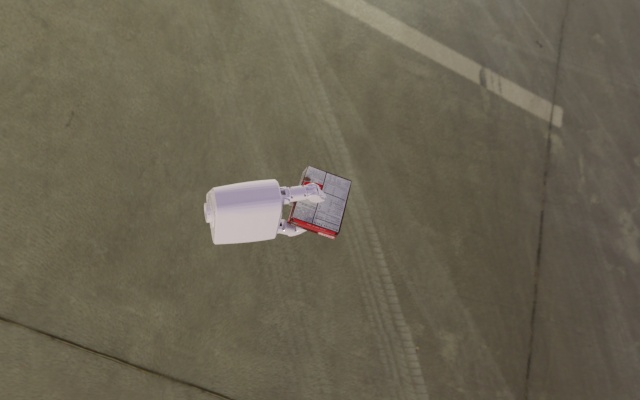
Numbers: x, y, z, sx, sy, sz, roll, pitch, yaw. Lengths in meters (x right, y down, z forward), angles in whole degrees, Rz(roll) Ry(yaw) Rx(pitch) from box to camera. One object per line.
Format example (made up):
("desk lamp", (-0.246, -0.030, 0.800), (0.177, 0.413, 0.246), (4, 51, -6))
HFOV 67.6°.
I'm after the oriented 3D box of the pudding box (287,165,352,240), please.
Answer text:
("pudding box", (0.000, 0.003, 0.851), (0.090, 0.113, 0.039), (20, -25, -8))
